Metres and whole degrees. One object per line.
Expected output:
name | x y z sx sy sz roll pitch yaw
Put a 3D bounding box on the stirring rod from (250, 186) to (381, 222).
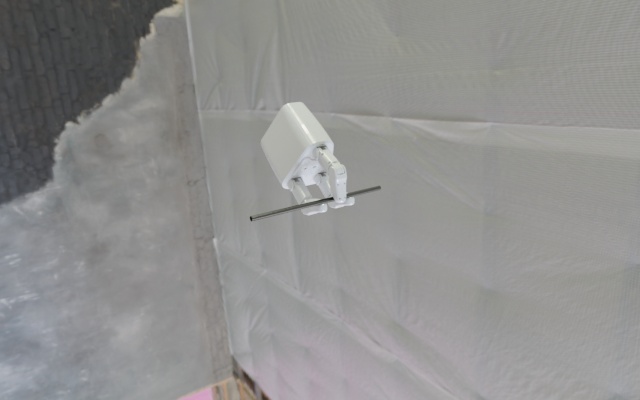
stirring rod | 0.000 0.002 0.751 0.239 0.011 0.011 -13 7 -31
